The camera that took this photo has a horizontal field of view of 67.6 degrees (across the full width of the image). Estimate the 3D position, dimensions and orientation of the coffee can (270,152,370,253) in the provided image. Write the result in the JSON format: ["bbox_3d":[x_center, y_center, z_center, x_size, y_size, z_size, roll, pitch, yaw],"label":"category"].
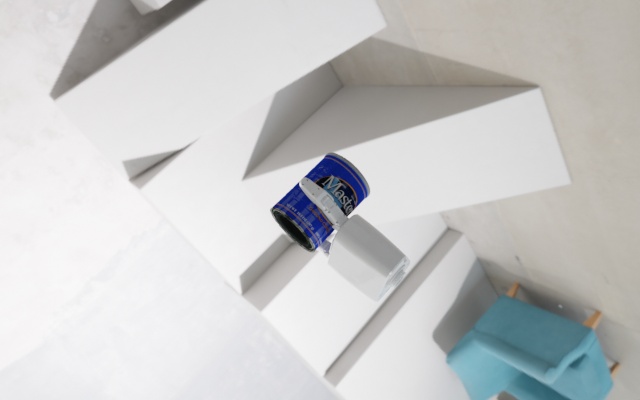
[{"bbox_3d":[0.000,0.002,0.803,0.140,0.103,0.103,-45,16,-17],"label":"coffee can"}]
